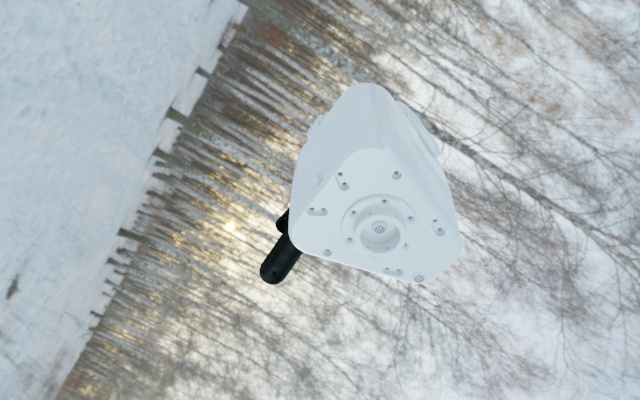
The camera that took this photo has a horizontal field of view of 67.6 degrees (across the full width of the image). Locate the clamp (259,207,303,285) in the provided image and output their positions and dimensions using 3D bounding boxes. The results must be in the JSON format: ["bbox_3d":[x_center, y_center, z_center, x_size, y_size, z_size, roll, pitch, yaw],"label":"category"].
[{"bbox_3d":[0.001,0.002,0.443,0.039,0.171,0.120,32,28,-15],"label":"clamp"}]
